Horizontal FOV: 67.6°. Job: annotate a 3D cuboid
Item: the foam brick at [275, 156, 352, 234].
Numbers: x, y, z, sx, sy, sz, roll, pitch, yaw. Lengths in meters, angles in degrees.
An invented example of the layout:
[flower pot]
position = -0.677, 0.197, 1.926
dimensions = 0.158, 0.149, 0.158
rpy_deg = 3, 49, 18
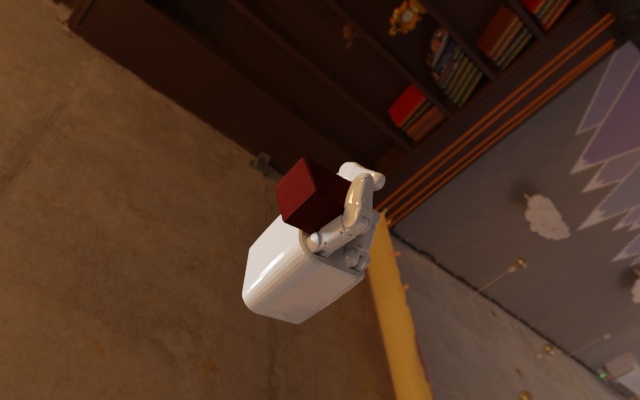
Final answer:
[foam brick]
position = 0.000, 0.001, 0.492
dimensions = 0.078, 0.053, 0.051
rpy_deg = 27, -58, -38
